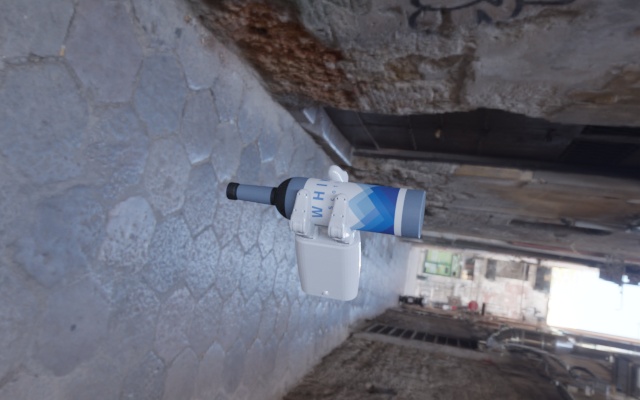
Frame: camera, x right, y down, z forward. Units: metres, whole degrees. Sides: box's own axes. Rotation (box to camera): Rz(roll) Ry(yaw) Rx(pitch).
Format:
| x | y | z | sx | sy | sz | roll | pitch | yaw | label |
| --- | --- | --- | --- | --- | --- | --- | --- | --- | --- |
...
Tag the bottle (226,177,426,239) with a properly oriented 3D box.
| x | y | z | sx | sy | sz | roll | pitch | yaw | label |
| --- | --- | --- | --- | --- | --- | --- | --- | --- | --- |
| 0.000 | 0.002 | 0.698 | 0.295 | 0.069 | 0.069 | 7 | 2 | 16 | bottle |
